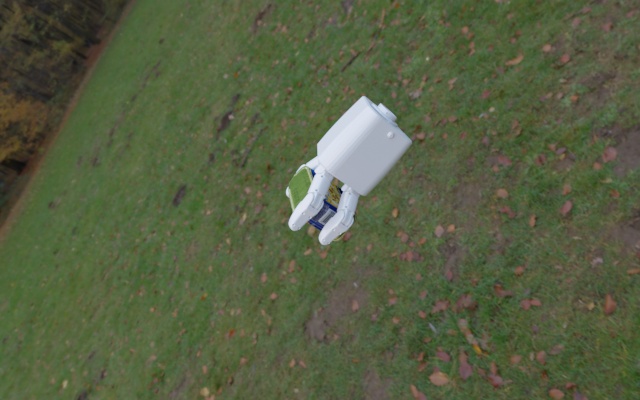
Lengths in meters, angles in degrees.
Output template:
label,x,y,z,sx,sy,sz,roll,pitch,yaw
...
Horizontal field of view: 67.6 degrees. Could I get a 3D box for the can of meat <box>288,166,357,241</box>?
label,x,y,z,sx,sy,sz,roll,pitch,yaw
can of meat,0.000,0.002,0.741,0.084,0.057,0.102,33,22,-31
